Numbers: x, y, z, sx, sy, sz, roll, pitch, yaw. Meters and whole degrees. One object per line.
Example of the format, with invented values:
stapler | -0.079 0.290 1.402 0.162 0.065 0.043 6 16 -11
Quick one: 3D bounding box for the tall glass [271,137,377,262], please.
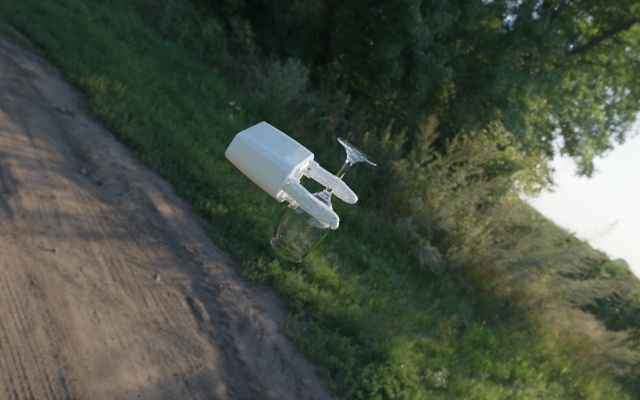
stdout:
tall glass | 0.001 0.002 0.758 0.079 0.201 0.079 33 13 -9
